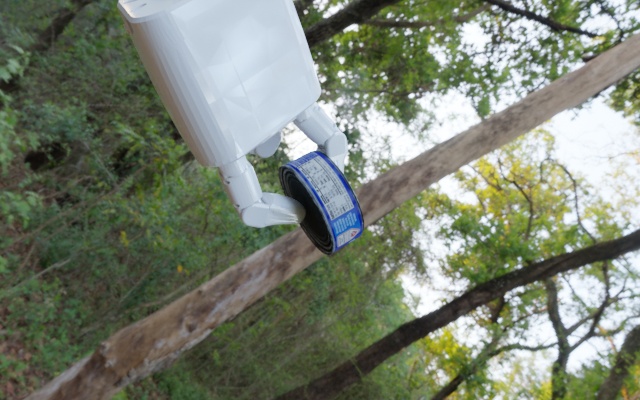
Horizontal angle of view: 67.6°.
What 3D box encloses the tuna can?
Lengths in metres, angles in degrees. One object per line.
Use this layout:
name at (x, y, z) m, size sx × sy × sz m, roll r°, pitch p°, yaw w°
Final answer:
tuna can at (0.001, 0.001, 0.406) m, size 0.033 × 0.086 × 0.086 m, roll -29°, pitch 9°, yaw -16°
